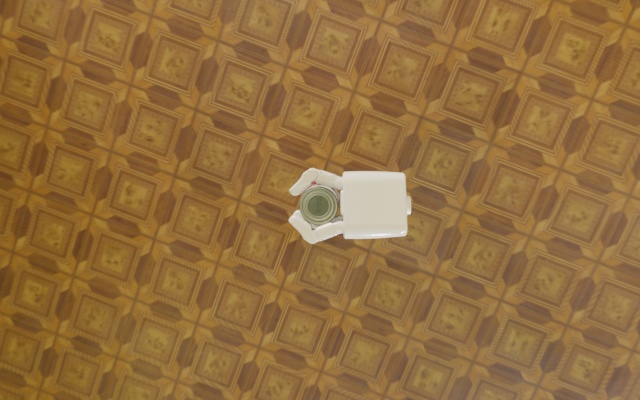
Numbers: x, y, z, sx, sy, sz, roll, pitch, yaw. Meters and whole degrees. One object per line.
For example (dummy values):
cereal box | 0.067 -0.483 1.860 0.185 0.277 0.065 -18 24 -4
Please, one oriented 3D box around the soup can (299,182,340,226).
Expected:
soup can | 0.000 0.003 0.846 0.068 0.068 0.102 0 8 4
